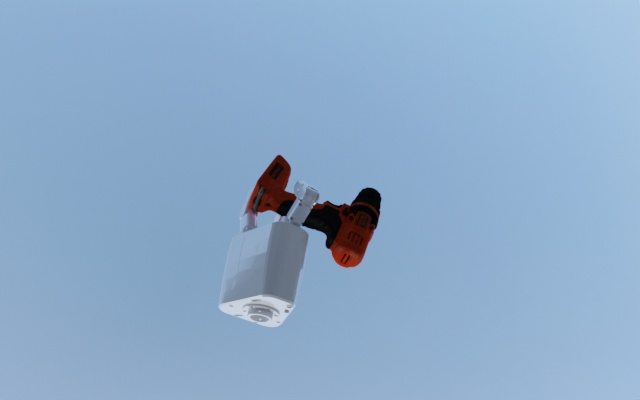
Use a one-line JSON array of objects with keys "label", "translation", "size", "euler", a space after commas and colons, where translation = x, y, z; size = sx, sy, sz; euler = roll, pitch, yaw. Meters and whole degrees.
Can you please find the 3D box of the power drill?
[{"label": "power drill", "translation": [0.000, 0.002, 0.723], "size": [0.187, 0.057, 0.184], "euler": [26, 33, 2]}]
